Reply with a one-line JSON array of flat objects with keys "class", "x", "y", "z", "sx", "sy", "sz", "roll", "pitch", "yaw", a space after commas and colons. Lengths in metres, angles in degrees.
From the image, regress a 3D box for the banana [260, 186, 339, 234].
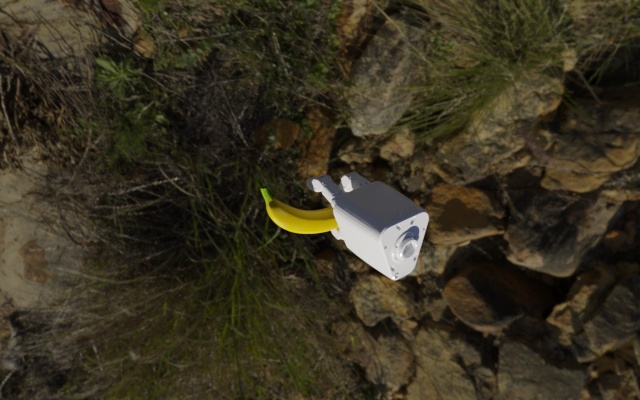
[{"class": "banana", "x": -0.007, "y": 0.020, "z": 0.771, "sx": 0.198, "sy": 0.069, "sz": 0.037, "roll": 5, "pitch": 13, "yaw": -33}]
